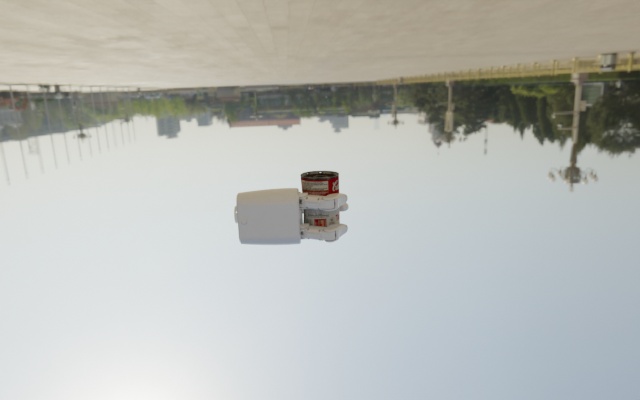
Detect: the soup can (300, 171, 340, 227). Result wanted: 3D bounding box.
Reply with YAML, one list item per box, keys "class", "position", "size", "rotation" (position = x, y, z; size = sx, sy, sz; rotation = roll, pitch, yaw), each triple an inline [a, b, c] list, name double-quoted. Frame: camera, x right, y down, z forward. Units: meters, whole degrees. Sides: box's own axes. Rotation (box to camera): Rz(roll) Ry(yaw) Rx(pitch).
- class: "soup can"
  position: [0.001, 0.003, 0.847]
  size: [0.068, 0.102, 0.068]
  rotation: [-2, 13, 0]
